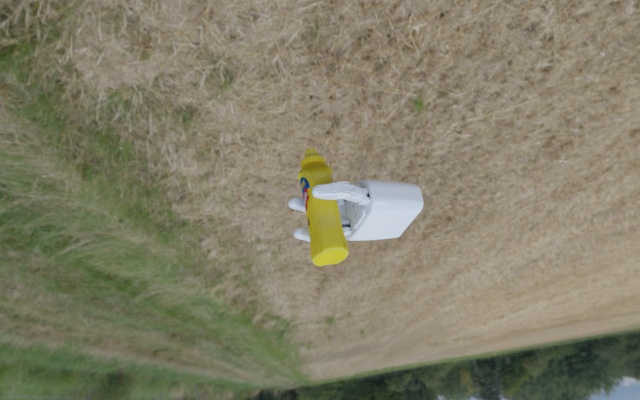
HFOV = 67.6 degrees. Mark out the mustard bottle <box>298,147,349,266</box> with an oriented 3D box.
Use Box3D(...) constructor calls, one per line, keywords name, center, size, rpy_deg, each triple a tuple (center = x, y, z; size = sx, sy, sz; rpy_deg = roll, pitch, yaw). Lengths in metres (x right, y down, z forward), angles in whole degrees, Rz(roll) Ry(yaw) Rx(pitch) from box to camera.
Box3D(name="mustard bottle", center=(0.000, 0.003, 0.769), size=(0.058, 0.191, 0.096), rpy_deg=(-8, -21, -6))
